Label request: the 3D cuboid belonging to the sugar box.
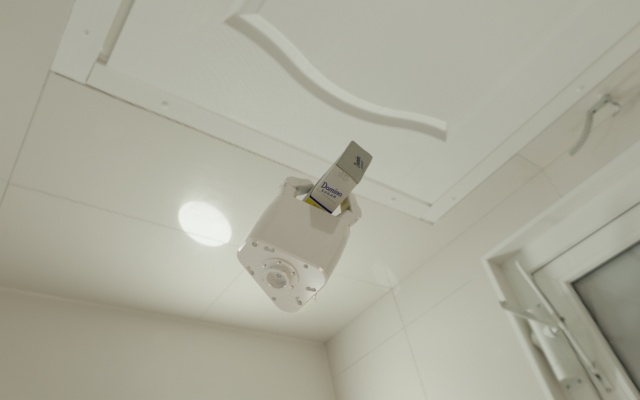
[{"bbox_3d":[0.000,0.003,0.687,0.176,0.048,0.093,-47,6,33],"label":"sugar box"}]
